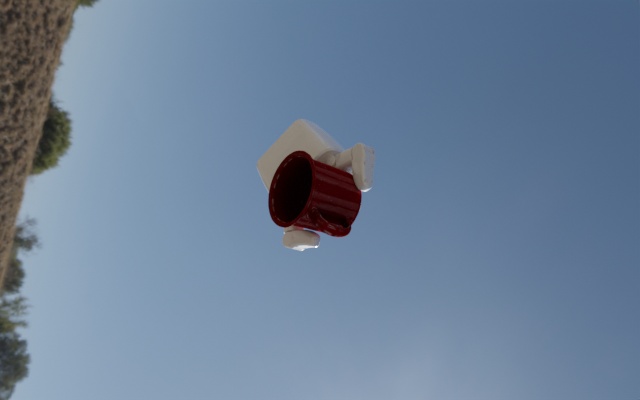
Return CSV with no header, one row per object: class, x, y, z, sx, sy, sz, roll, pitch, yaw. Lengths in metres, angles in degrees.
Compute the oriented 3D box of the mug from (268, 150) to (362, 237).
mug,0.001,0.003,0.572,0.081,0.093,0.117,17,25,-36
